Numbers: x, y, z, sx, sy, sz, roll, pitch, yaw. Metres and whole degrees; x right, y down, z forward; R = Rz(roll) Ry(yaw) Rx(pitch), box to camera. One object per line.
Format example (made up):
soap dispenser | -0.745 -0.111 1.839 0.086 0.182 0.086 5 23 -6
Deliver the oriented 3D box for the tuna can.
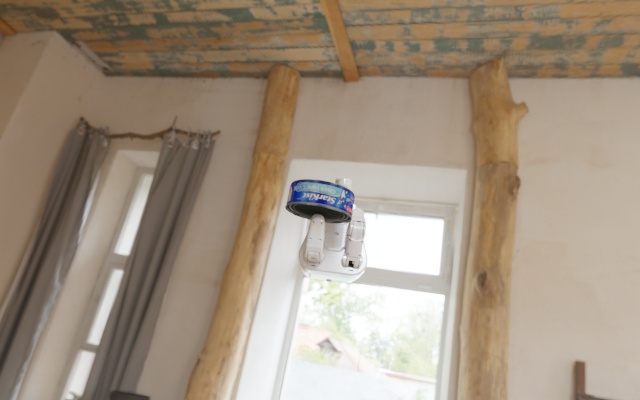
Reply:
tuna can | 0.000 0.001 0.610 0.086 0.033 0.086 10 -15 3
